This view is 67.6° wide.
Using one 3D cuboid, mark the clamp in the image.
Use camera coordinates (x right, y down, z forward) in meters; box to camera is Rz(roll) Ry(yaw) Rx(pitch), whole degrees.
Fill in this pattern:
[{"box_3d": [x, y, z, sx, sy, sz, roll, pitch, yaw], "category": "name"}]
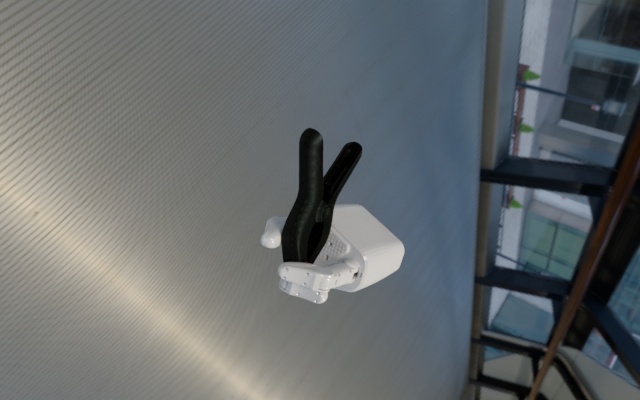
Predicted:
[{"box_3d": [0.000, 0.002, 0.547, 0.039, 0.171, 0.120, 26, 20, 32], "category": "clamp"}]
